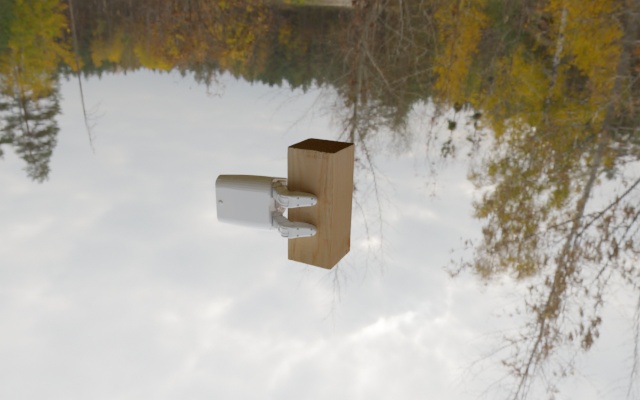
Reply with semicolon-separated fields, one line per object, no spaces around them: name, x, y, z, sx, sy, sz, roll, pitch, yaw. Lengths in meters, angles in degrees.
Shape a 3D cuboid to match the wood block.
wood block;0.000;0.003;0.841;0.090;0.206;0.090;10;22;24
